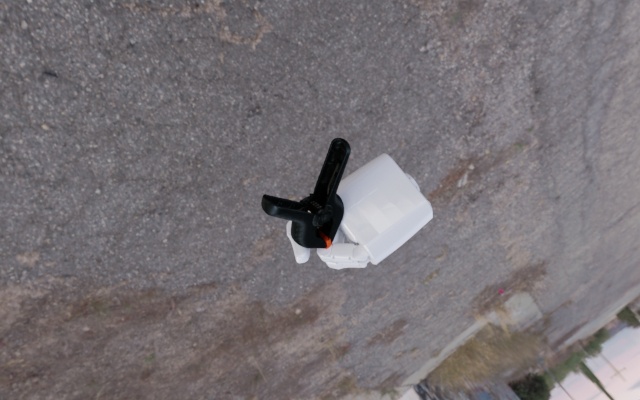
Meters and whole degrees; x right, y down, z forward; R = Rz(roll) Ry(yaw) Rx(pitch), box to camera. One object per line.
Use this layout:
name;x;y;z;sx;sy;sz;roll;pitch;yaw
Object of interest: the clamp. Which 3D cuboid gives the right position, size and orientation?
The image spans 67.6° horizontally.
clamp;0.000;0.002;0.573;0.120;0.039;0.171;-39;-27;-7
